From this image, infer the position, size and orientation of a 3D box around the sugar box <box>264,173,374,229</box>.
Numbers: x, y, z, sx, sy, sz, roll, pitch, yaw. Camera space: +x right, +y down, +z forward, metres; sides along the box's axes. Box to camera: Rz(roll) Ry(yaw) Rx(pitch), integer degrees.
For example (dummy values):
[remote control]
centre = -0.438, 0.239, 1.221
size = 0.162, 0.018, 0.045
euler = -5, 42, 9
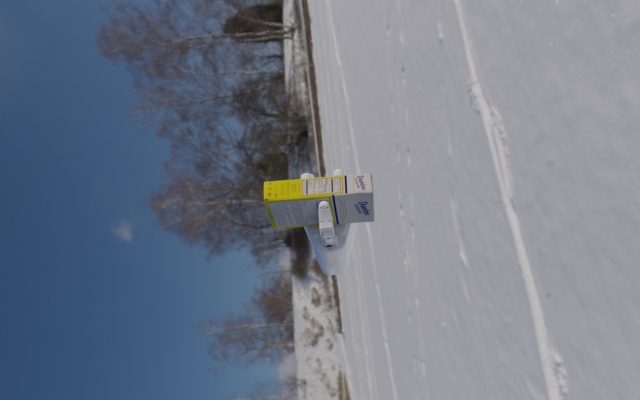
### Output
[sugar box]
centre = 0.000, 0.002, 0.796
size = 0.176, 0.048, 0.093
euler = -6, -34, 3
